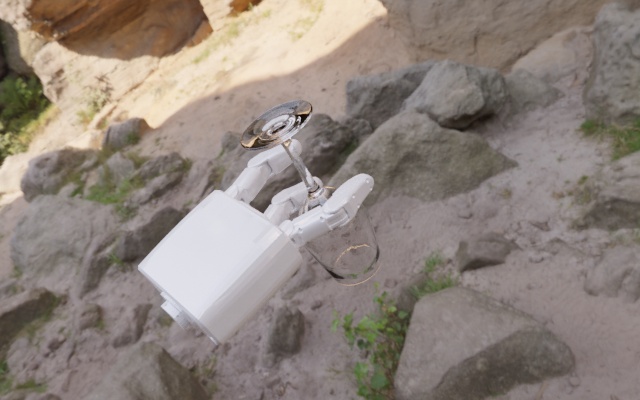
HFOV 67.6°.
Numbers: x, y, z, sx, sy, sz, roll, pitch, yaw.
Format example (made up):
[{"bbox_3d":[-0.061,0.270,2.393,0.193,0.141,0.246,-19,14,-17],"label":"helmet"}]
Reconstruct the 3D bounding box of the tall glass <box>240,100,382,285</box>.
[{"bbox_3d":[0.000,0.001,0.491,0.079,0.201,0.079,-20,35,15],"label":"tall glass"}]
